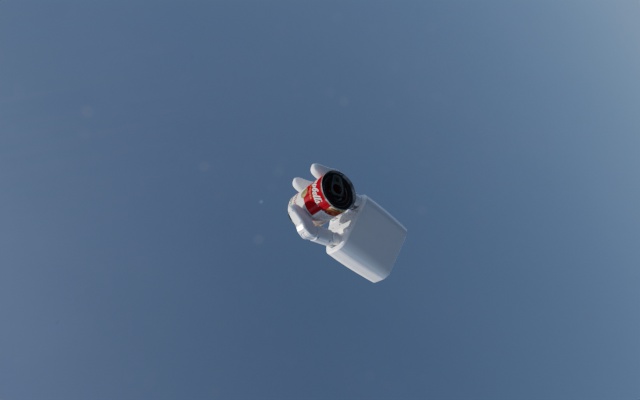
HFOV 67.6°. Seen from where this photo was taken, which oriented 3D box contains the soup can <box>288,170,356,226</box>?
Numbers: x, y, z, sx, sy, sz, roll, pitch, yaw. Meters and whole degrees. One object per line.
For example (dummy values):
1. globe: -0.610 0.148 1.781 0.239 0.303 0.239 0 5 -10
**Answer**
1. soup can: 0.000 0.002 0.782 0.068 0.068 0.102 0 -22 -39
